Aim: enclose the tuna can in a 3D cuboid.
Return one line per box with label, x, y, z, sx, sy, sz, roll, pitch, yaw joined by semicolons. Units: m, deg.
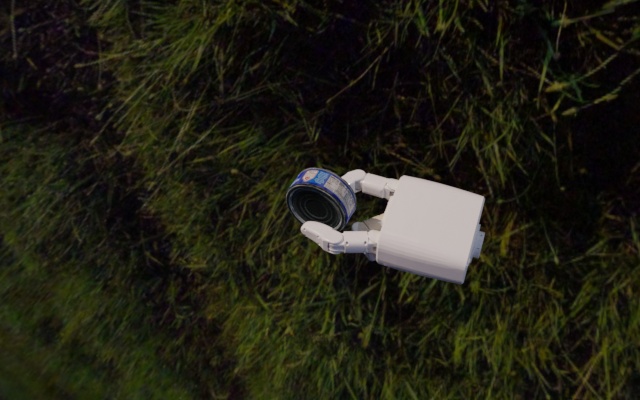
tuna can;0.000;0.002;0.601;0.086;0.086;0.033;0;41;35
